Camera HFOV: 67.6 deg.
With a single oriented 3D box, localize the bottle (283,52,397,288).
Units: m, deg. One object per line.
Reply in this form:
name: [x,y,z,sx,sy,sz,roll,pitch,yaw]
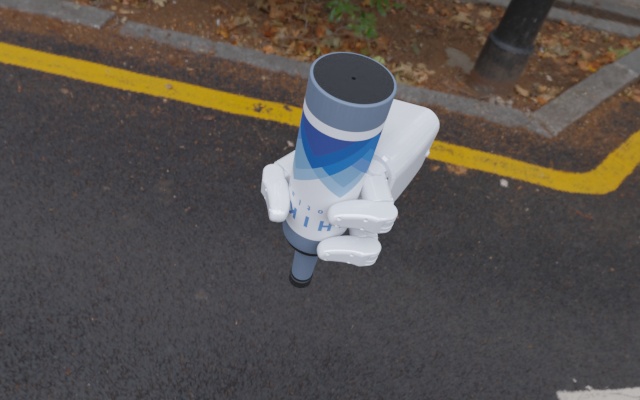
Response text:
bottle: [0.000,0.001,0.466,0.069,0.069,0.296,0,-39,-13]
